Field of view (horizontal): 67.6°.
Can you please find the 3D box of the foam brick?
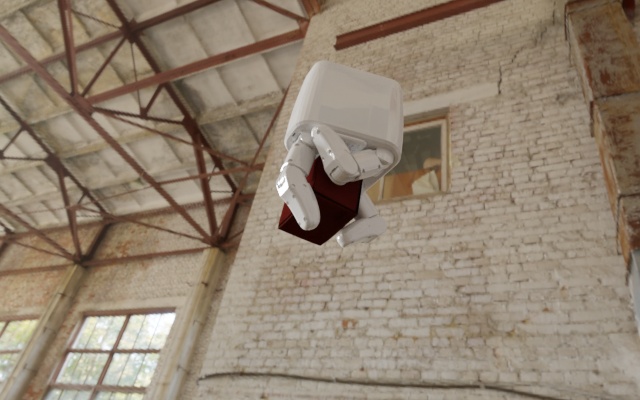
[{"bbox_3d":[0.000,0.002,0.487,0.053,0.051,0.078,25,-40,-18],"label":"foam brick"}]
